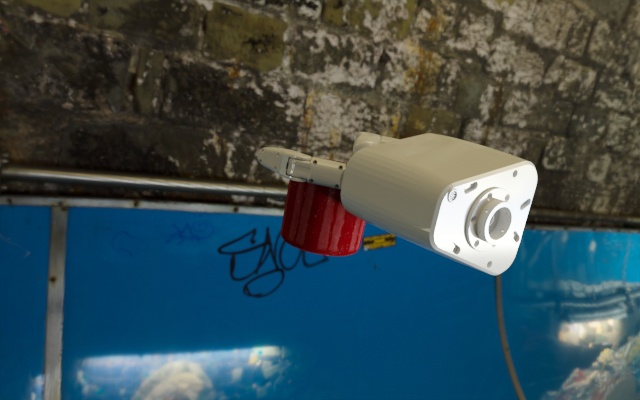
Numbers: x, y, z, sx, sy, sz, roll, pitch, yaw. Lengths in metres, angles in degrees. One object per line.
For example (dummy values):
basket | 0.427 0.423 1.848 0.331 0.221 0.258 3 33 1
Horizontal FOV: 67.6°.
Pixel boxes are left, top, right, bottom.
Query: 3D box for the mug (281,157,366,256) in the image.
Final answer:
mug | -0.001 0.001 0.484 0.093 0.081 0.117 3 13 -34
